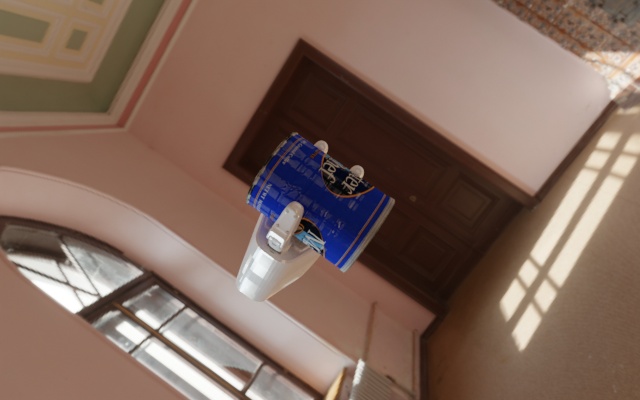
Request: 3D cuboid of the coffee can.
[{"bbox_3d":[0.000,0.002,0.557,0.140,0.103,0.103,35,2,3],"label":"coffee can"}]
